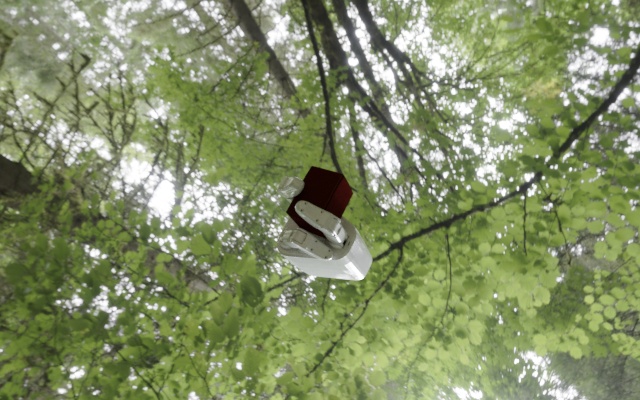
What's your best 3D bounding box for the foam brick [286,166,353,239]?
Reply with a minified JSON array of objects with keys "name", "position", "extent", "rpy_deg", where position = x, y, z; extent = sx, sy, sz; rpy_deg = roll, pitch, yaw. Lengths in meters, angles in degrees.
[{"name":"foam brick","position":[0.000,0.002,0.646],"extent":[0.053,0.078,0.051],"rpy_deg":[20,-18,30]}]
